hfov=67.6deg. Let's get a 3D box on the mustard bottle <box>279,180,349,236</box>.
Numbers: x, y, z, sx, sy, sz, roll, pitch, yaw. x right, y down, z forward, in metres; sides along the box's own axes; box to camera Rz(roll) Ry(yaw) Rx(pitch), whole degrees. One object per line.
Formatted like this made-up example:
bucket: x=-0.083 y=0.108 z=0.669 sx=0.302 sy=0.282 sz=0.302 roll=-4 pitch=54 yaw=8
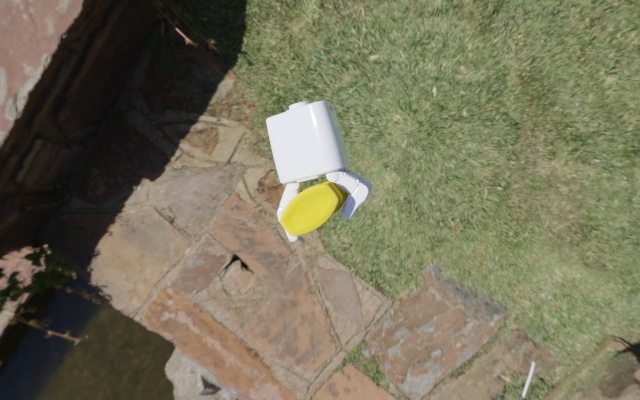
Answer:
mustard bottle: x=0.000 y=0.003 z=0.779 sx=0.096 sy=0.058 sz=0.191 roll=-39 pitch=-1 yaw=13
